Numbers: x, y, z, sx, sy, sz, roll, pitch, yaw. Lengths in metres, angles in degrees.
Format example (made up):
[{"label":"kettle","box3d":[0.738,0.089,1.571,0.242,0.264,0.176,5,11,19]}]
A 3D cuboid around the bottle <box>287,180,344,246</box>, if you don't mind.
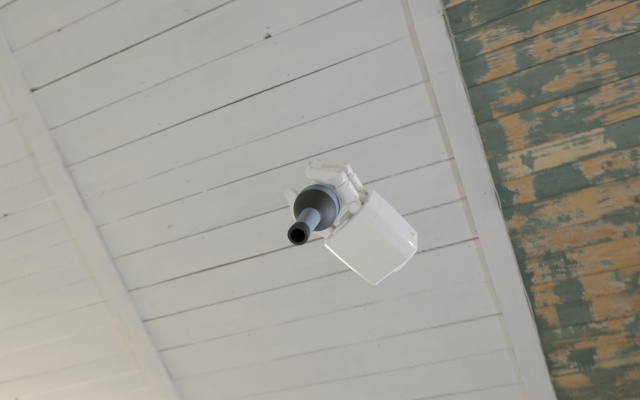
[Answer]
[{"label":"bottle","box3d":[0.000,0.002,0.732,0.069,0.069,0.295,0,16,12]}]
